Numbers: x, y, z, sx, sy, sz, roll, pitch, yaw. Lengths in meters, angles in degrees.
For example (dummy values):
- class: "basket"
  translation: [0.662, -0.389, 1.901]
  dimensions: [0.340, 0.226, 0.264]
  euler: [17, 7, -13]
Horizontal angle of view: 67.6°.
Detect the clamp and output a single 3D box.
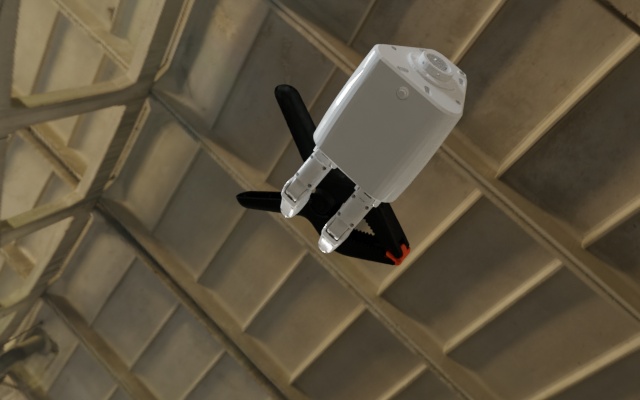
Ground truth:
- class: "clamp"
  translation: [0.001, 0.002, 0.512]
  dimensions: [0.036, 0.210, 0.165]
  euler: [-37, -13, -49]
